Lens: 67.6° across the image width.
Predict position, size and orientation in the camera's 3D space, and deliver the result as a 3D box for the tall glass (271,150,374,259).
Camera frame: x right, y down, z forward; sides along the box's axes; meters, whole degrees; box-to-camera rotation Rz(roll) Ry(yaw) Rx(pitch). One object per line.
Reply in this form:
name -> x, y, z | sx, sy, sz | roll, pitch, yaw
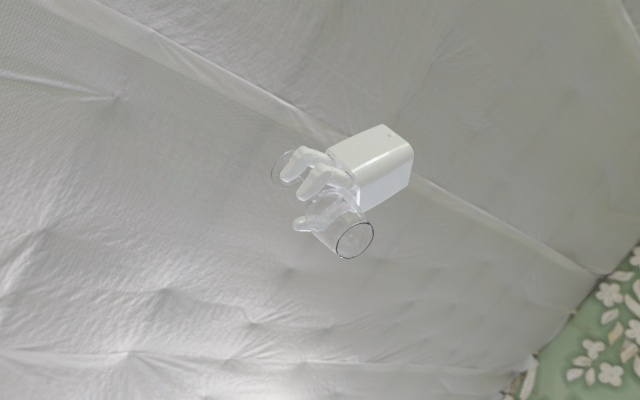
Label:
tall glass -> 0.000, 0.002, 0.721 | 0.079, 0.079, 0.201 | 0, 33, -35
